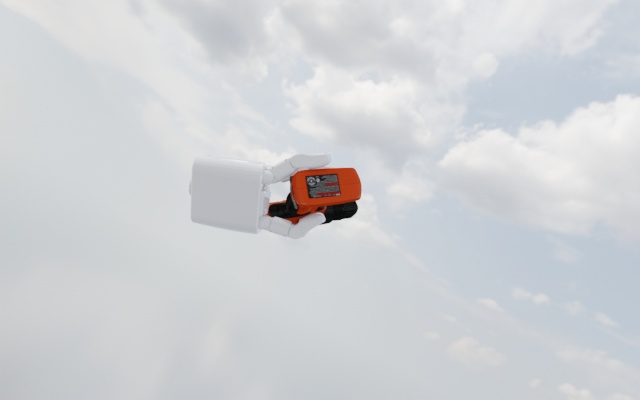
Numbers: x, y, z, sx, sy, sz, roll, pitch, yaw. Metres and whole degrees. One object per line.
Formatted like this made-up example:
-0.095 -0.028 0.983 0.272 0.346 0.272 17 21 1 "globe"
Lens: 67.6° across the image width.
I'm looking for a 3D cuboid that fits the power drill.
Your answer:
0.000 0.002 0.784 0.184 0.057 0.188 -7 -15 -19 "power drill"
